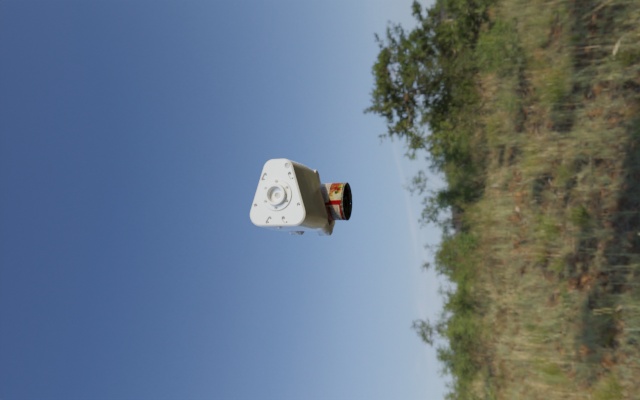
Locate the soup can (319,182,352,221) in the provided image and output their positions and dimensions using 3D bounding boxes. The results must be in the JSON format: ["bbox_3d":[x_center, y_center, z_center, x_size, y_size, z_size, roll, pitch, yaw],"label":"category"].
[{"bbox_3d":[0.000,0.003,0.860,0.102,0.068,0.068,-1,0,18],"label":"soup can"}]
